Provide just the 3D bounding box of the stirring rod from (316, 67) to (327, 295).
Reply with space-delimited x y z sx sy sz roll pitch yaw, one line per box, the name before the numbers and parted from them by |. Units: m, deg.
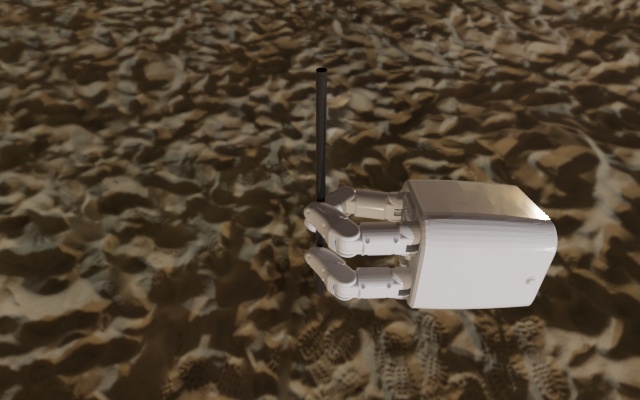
stirring rod | 0.000 0.001 0.409 0.011 0.240 0.011 0 40 0
